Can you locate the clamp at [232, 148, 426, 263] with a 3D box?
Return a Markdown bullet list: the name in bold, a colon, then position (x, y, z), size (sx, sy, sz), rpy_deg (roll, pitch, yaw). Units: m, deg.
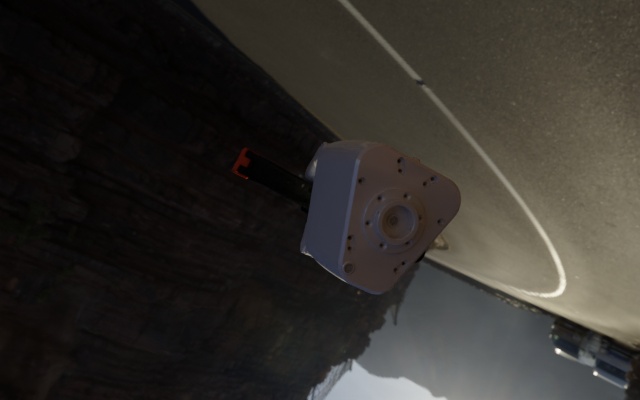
- **clamp**: position (-0.001, 0.002, 0.537), size (0.210, 0.036, 0.164), rpy_deg (27, 0, -15)
